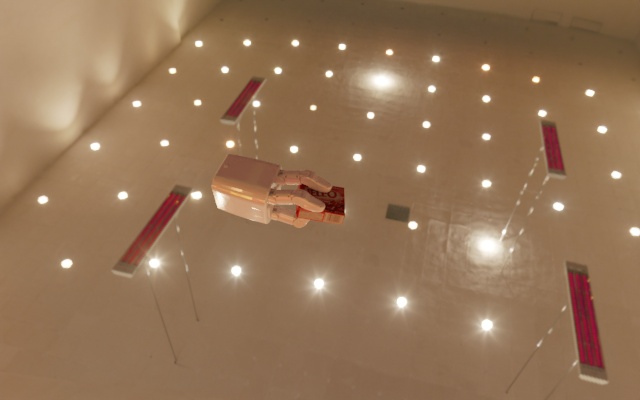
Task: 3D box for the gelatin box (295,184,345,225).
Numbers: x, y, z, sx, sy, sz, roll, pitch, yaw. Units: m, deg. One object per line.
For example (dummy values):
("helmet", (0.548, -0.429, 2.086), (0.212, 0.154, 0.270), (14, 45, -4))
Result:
("gelatin box", (0.000, 0.003, 0.890), (0.089, 0.073, 0.030), (9, -45, -9))
